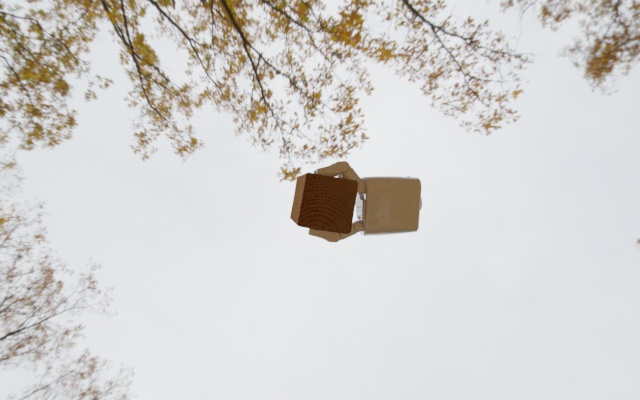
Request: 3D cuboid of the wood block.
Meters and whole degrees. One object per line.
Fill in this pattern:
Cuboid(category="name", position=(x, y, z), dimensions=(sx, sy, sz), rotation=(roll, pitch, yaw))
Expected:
Cuboid(category="wood block", position=(0.000, 0.003, 0.870), dimensions=(0.090, 0.091, 0.206), rotation=(9, 0, -7))
